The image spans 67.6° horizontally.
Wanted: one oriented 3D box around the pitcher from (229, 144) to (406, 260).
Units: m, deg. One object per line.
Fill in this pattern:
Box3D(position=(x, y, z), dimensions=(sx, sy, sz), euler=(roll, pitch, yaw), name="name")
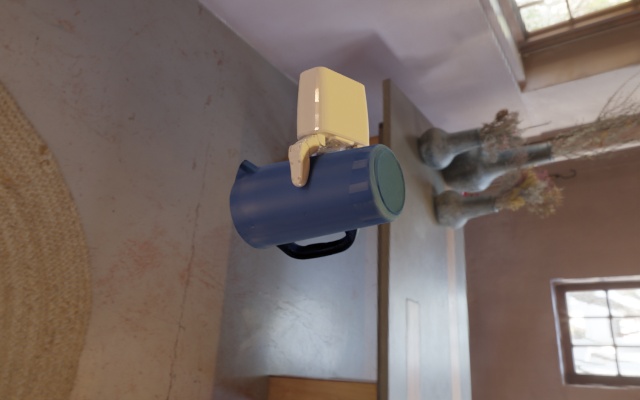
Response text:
Box3D(position=(0.000, 0.002, 0.711), dimensions=(0.243, 0.145, 0.149), euler=(-10, -18, 32), name="pitcher")
